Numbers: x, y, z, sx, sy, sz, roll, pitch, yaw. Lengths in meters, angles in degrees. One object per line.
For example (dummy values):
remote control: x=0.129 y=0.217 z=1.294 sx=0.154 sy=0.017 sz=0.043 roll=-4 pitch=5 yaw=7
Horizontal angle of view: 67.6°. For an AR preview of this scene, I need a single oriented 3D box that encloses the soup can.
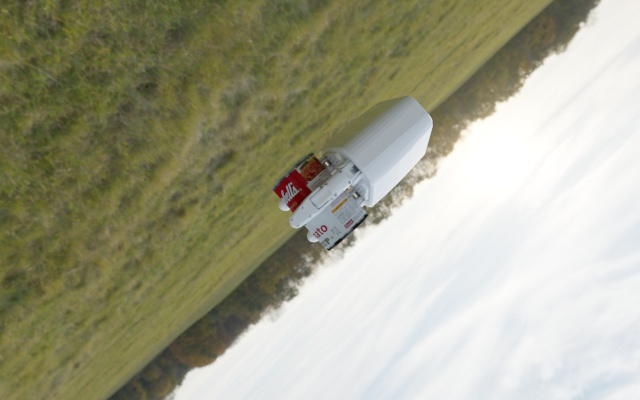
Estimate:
soup can: x=0.000 y=0.002 z=0.579 sx=0.068 sy=0.102 sz=0.068 roll=-42 pitch=-1 yaw=-1
